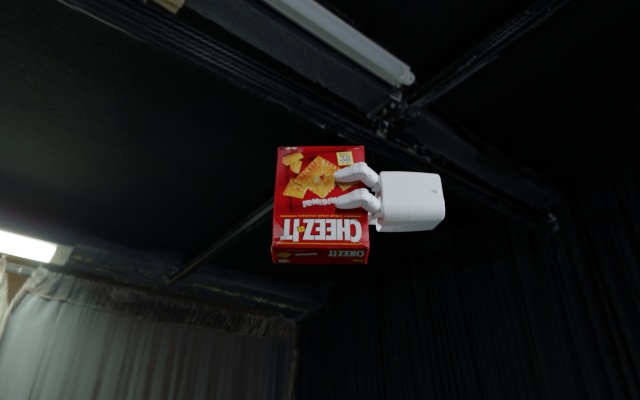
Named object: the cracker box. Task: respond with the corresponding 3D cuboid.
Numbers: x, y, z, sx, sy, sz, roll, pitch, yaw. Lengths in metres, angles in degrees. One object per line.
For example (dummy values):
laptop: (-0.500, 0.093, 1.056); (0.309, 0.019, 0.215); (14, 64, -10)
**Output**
cracker box: (0.000, 0.003, 0.854); (0.164, 0.213, 0.072); (0, -33, 1)
